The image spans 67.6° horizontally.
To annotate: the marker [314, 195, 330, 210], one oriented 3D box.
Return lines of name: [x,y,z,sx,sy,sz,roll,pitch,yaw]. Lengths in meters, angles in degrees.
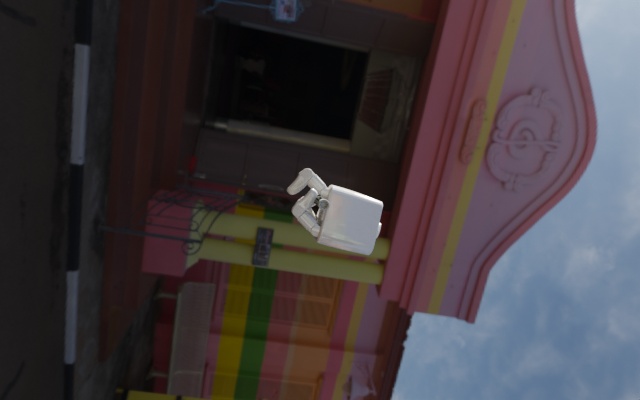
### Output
marker: [0.000,0.003,0.860,0.020,0.020,0.121,0,4,-6]
